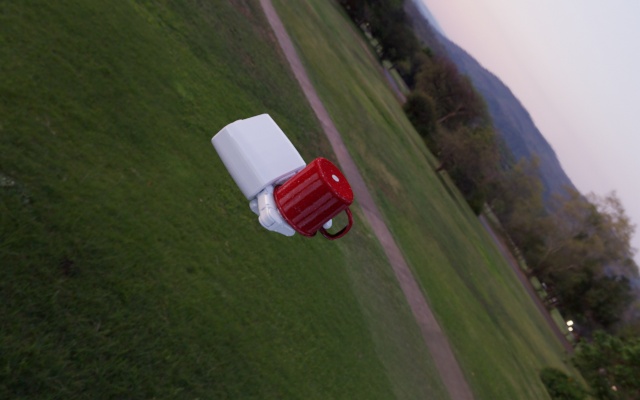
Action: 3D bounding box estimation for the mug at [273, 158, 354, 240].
[{"bbox_3d":[0.001,0.003,0.683,0.081,0.117,0.093,-37,-1,21],"label":"mug"}]
